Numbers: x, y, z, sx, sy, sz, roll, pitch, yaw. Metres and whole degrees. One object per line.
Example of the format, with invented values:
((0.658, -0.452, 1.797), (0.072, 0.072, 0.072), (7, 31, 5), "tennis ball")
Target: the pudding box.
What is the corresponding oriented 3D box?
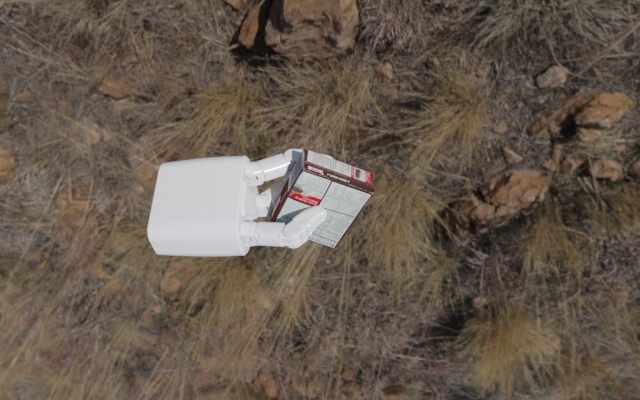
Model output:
((0.000, 0.002, 0.569), (0.090, 0.039, 0.114), (18, -45, -14), "pudding box")
